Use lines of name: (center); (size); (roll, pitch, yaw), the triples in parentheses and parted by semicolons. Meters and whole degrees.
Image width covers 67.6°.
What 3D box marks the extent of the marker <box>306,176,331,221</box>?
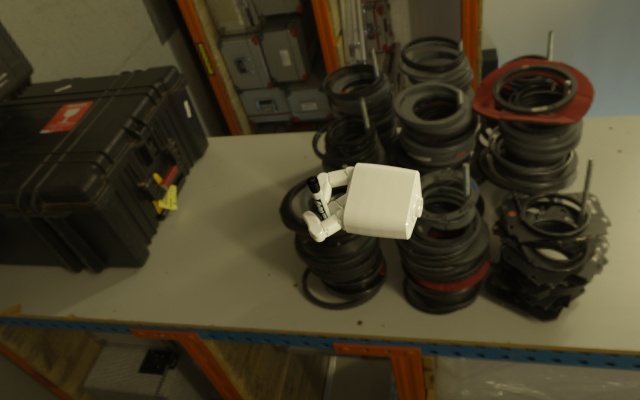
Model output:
marker: (0.000, 0.002, 0.765); (0.020, 0.020, 0.121); (0, -36, 16)
